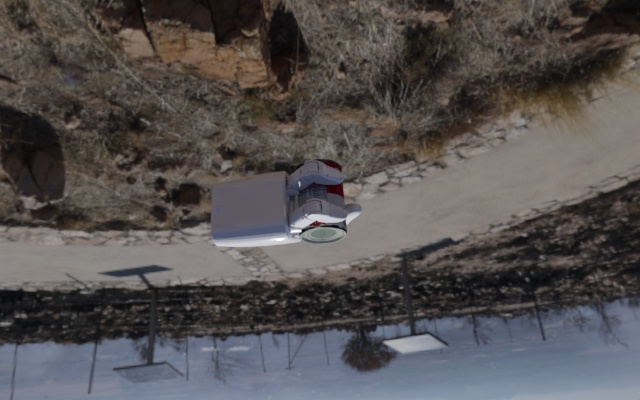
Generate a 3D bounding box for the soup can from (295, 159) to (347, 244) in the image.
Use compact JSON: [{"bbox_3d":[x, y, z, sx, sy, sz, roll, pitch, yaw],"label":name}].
[{"bbox_3d":[0.001,0.002,0.669,0.068,0.102,0.068,-3,-24,-2],"label":"soup can"}]
